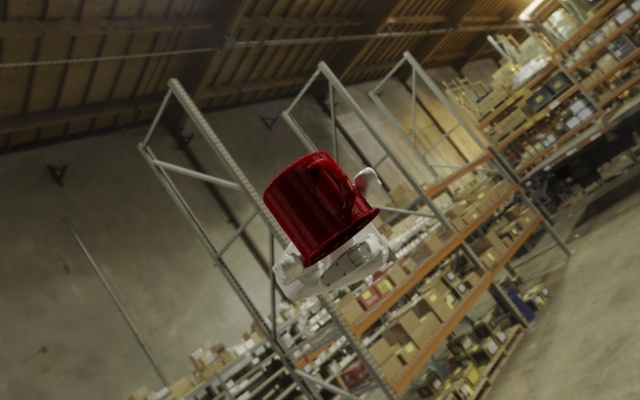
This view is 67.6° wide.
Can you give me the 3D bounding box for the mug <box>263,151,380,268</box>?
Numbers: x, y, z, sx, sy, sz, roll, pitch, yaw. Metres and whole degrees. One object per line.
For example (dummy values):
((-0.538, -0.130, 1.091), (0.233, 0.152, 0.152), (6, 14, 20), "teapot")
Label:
((0.000, 0.001, 0.458), (0.093, 0.081, 0.117), (-32, -12, -24), "mug")
